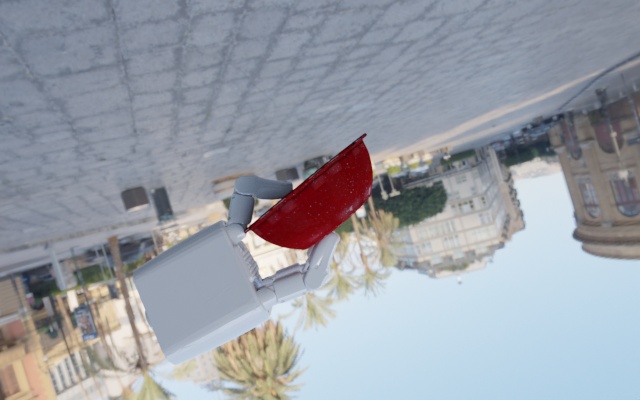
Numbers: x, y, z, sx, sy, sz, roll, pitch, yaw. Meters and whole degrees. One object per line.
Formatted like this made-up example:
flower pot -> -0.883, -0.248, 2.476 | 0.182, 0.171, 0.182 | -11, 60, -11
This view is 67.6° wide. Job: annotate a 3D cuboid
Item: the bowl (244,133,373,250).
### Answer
bowl -> 0.001, 0.001, 0.494 | 0.162, 0.055, 0.162 | -39, 2, 2
